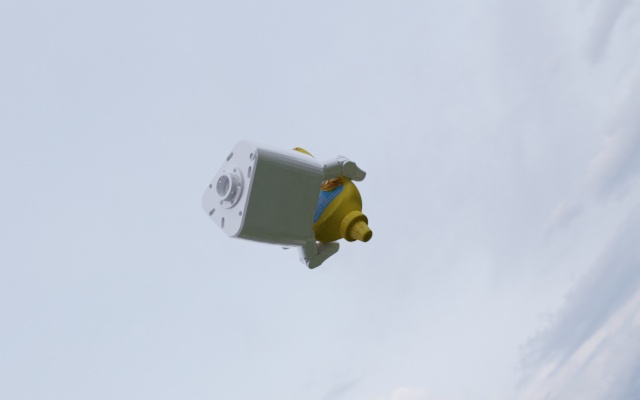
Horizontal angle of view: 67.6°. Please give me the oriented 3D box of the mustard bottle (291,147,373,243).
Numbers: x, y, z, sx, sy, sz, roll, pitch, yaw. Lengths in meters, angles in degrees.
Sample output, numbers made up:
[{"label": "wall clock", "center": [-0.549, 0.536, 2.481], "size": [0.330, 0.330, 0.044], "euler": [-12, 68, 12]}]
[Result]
[{"label": "mustard bottle", "center": [0.000, 0.002, 0.653], "size": [0.191, 0.096, 0.058], "euler": [36, -8, 41]}]
